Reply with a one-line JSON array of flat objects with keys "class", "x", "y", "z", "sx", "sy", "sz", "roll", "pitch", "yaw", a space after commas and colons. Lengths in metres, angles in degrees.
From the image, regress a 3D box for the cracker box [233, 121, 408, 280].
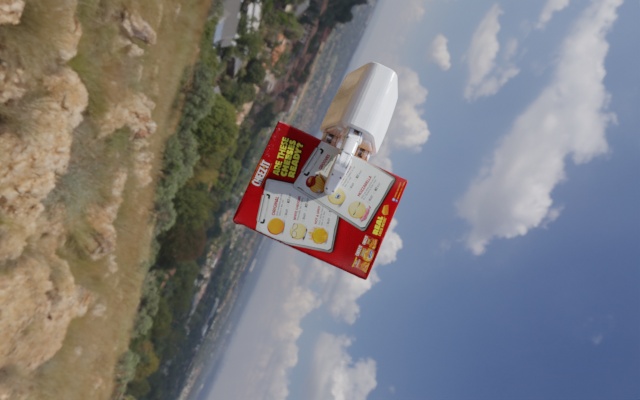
[{"class": "cracker box", "x": 0.000, "y": 0.002, "z": 0.723, "sx": 0.214, "sy": 0.164, "sz": 0.072, "roll": 24, "pitch": -9, "yaw": -3}]
